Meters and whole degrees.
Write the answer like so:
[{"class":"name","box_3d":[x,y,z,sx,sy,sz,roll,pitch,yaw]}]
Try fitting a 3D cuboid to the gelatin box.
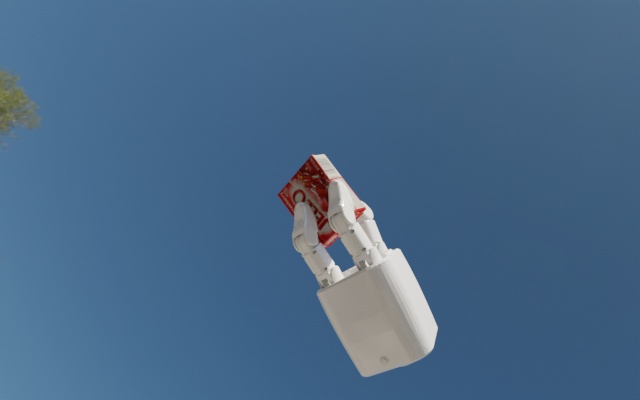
[{"class":"gelatin box","box_3d":[0.000,0.002,0.563,0.073,0.089,0.030,-47,-20,30]}]
